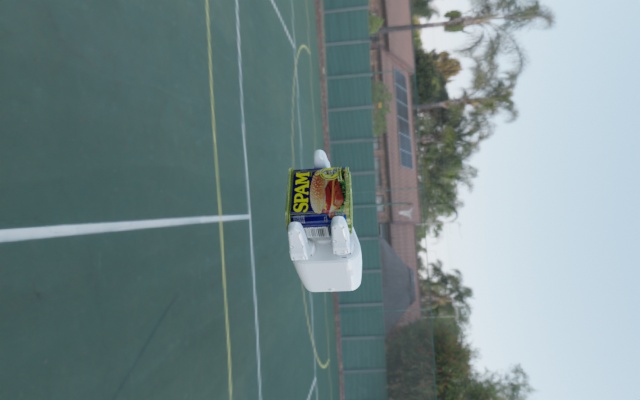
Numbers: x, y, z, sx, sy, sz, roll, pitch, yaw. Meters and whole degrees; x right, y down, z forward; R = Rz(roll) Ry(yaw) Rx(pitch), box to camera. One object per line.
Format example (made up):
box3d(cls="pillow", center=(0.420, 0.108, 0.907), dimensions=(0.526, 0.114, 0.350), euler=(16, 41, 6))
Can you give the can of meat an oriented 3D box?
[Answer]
box3d(cls="can of meat", center=(0.000, 0.002, 0.644), dimensions=(0.084, 0.102, 0.057), euler=(-3, -39, 6))
